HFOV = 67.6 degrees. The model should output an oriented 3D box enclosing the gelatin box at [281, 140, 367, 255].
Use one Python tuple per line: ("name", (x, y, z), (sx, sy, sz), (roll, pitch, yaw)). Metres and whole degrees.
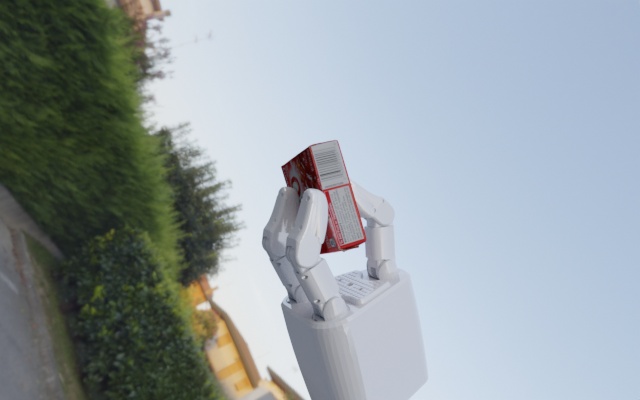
("gelatin box", (0.000, 0.001, 0.410), (0.030, 0.089, 0.073), (-15, -3, -24))
